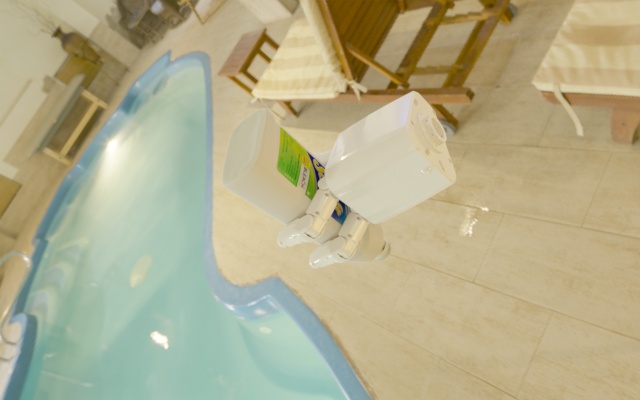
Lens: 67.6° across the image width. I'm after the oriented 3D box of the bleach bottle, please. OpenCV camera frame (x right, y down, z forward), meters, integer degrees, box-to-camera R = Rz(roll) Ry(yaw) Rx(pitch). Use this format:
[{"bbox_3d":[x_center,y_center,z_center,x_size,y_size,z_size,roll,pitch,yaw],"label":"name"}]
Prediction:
[{"bbox_3d":[0.000,0.002,0.581,0.068,0.102,0.251,-28,-48,33],"label":"bleach bottle"}]
